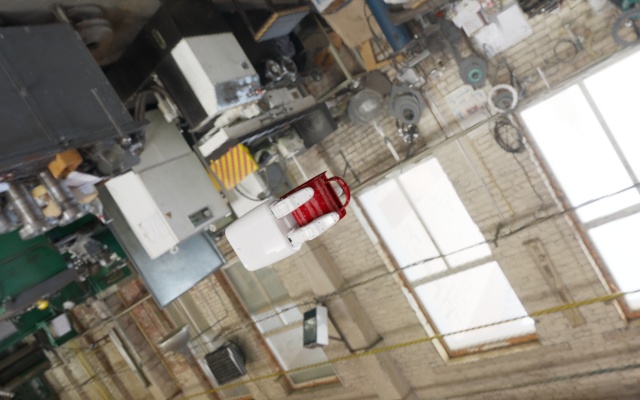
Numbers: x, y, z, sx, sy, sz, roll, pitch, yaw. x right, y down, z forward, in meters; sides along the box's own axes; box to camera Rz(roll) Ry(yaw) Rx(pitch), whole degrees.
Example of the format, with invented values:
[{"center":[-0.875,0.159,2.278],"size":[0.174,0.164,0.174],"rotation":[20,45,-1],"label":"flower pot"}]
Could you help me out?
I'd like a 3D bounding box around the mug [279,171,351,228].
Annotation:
[{"center":[0.001,0.002,0.797],"size":[0.117,0.081,0.093],"rotation":[-28,5,29],"label":"mug"}]
